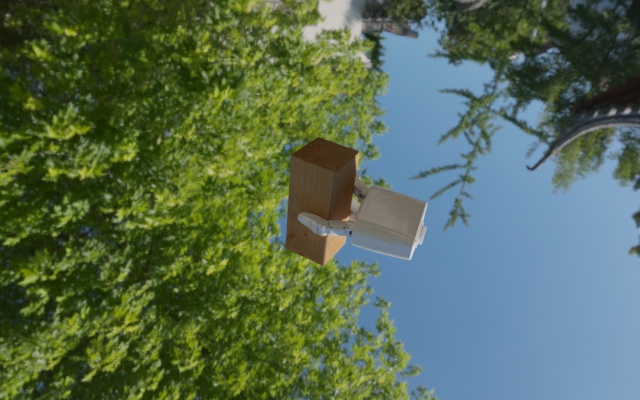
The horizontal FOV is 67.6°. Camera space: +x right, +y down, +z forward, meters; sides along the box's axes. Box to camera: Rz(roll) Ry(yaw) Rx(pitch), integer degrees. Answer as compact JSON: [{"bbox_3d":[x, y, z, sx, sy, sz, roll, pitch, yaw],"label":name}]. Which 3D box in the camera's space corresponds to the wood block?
[{"bbox_3d":[0.000,0.003,0.874,0.090,0.206,0.090,23,38,23],"label":"wood block"}]
